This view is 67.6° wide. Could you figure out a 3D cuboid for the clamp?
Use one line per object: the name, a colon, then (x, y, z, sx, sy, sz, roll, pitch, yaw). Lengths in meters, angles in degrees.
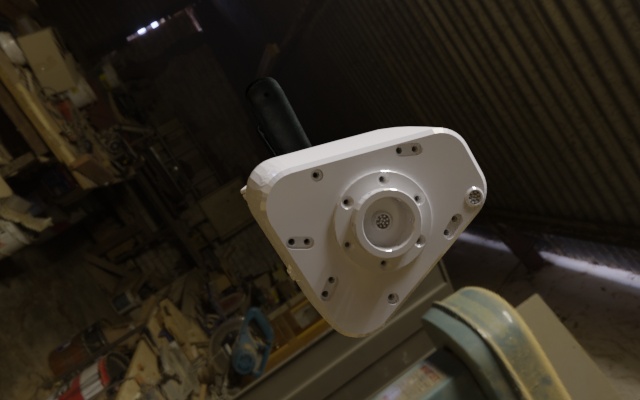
clamp: (0.001, 0.001, 0.404, 0.036, 0.210, 0.164, -32, 10, -3)
